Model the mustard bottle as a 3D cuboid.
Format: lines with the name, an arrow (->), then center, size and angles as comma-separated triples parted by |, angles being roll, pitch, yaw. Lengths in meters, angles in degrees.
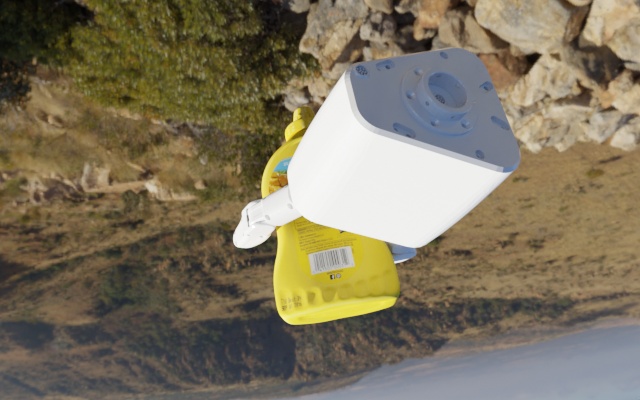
mustard bottle -> 0.000, 0.002, 0.407 | 0.096, 0.191, 0.058 | -11, -24, 1
